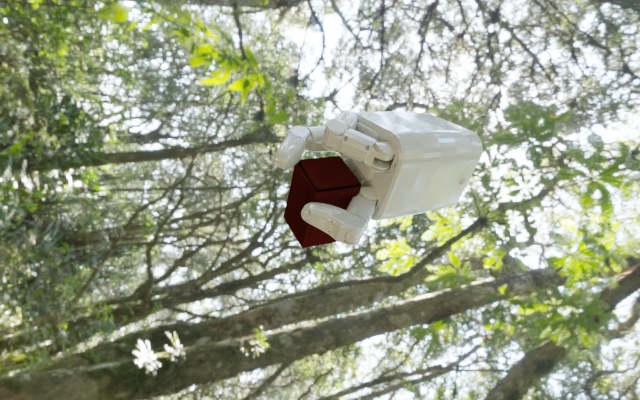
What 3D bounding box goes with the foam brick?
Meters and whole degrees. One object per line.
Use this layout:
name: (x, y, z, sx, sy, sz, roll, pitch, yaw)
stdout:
foam brick: (0.000, 0.002, 0.492, 0.051, 0.078, 0.053, -8, 45, -27)
